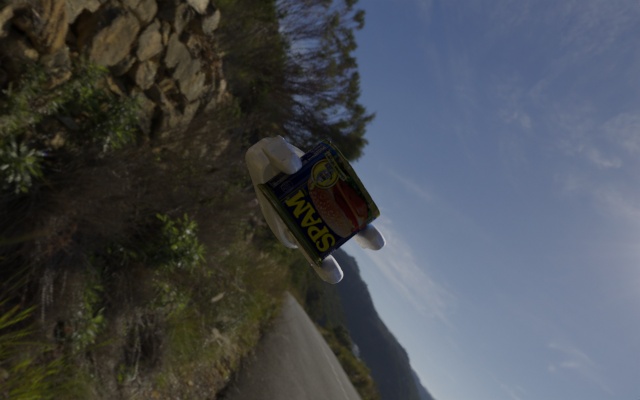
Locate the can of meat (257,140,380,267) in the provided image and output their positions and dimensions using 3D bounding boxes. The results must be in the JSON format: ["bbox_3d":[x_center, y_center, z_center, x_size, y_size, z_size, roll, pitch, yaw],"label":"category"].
[{"bbox_3d":[0.000,0.001,0.485,0.084,0.102,0.057,-37,22,-7],"label":"can of meat"}]
